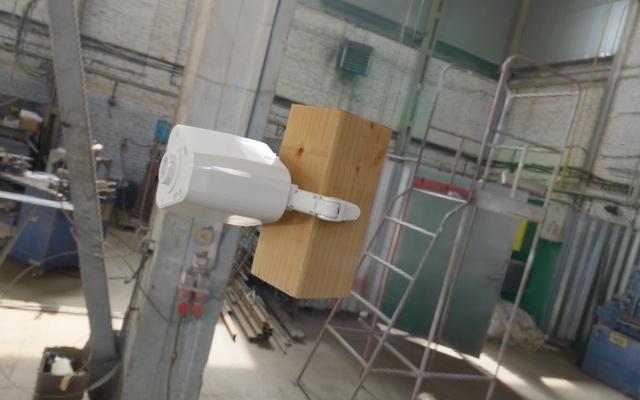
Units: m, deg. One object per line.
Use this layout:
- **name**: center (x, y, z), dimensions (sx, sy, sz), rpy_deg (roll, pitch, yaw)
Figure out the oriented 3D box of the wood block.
- **wood block**: center (0.000, 0.002, 0.562), dimensions (0.090, 0.206, 0.091), rpy_deg (10, 6, -44)
